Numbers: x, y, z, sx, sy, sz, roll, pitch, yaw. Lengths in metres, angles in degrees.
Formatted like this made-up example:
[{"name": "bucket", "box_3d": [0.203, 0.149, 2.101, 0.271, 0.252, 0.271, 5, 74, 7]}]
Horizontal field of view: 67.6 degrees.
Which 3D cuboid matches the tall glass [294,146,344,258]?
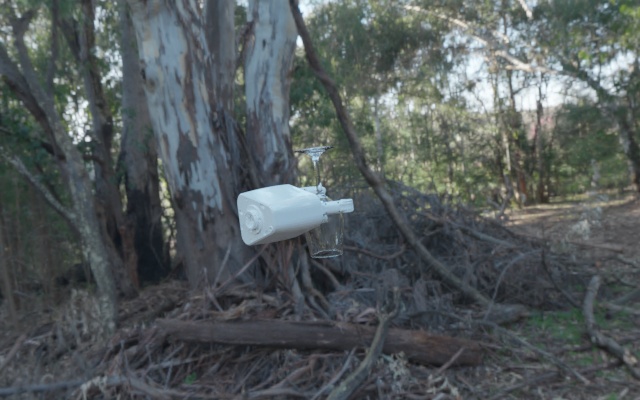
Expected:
[{"name": "tall glass", "box_3d": [0.000, 0.002, 0.891, 0.079, 0.201, 0.079, -7, 4, 0]}]
